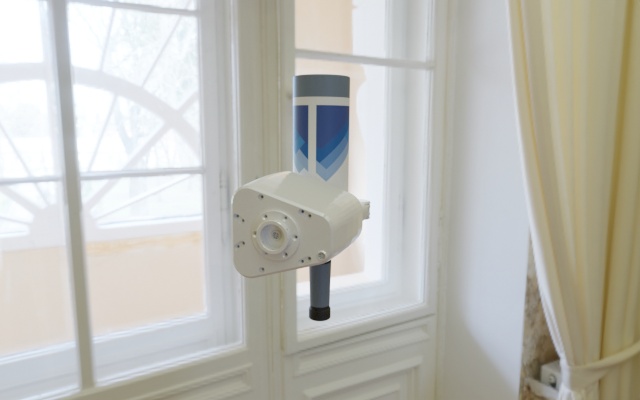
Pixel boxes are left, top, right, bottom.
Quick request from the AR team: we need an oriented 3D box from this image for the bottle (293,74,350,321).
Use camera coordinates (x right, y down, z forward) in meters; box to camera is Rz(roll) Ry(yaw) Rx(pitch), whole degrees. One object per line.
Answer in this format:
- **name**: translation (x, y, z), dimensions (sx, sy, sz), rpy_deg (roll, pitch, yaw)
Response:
- **bottle**: translation (0.000, 0.002, 0.578), dimensions (0.069, 0.296, 0.069), rpy_deg (0, 9, 0)
